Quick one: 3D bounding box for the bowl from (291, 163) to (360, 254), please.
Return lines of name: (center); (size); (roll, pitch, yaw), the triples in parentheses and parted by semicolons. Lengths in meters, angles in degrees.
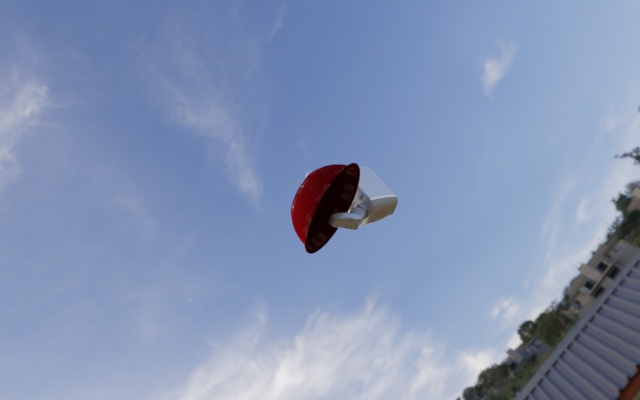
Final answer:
bowl: (-0.001, 0.002, 0.765); (0.055, 0.162, 0.162); (28, 9, 18)
